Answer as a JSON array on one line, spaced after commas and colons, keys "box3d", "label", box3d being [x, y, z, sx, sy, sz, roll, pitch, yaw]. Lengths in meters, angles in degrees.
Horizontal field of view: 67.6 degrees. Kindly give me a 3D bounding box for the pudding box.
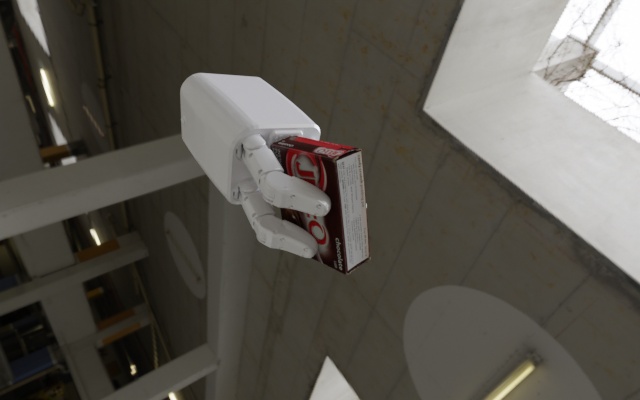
[{"box3d": [0.000, 0.001, 0.444, 0.039, 0.113, 0.090, -26, 29, -33], "label": "pudding box"}]
